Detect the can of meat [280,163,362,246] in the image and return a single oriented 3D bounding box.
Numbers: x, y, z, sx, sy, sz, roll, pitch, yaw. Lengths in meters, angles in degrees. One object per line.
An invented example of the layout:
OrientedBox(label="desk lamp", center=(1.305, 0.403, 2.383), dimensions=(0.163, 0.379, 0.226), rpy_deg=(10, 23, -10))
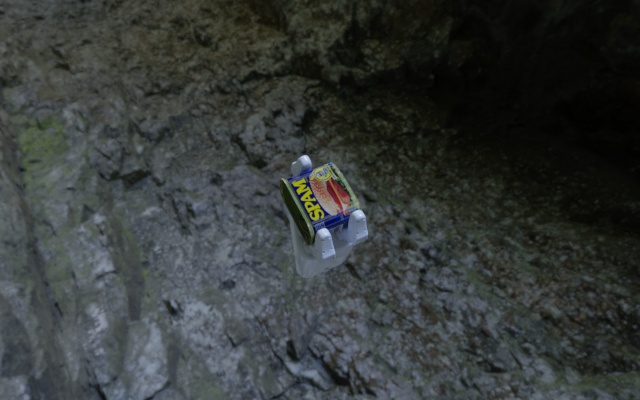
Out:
OrientedBox(label="can of meat", center=(0.000, 0.002, 0.692), dimensions=(0.084, 0.102, 0.057), rpy_deg=(-22, -25, -17))
